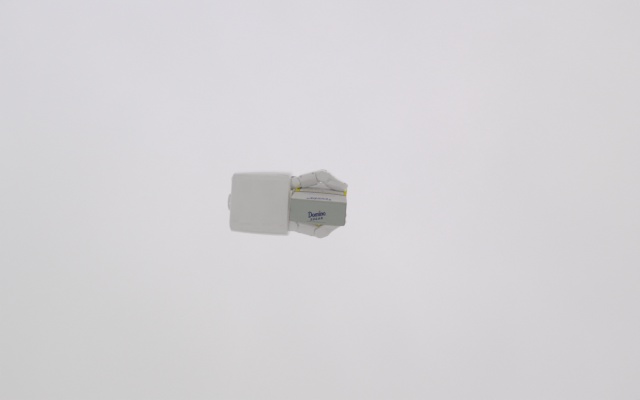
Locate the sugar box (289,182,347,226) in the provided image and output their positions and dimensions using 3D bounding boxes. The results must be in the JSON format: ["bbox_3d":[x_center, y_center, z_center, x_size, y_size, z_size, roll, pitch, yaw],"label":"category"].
[{"bbox_3d":[0.000,0.003,0.843,0.093,0.048,0.176,5,14,3],"label":"sugar box"}]
